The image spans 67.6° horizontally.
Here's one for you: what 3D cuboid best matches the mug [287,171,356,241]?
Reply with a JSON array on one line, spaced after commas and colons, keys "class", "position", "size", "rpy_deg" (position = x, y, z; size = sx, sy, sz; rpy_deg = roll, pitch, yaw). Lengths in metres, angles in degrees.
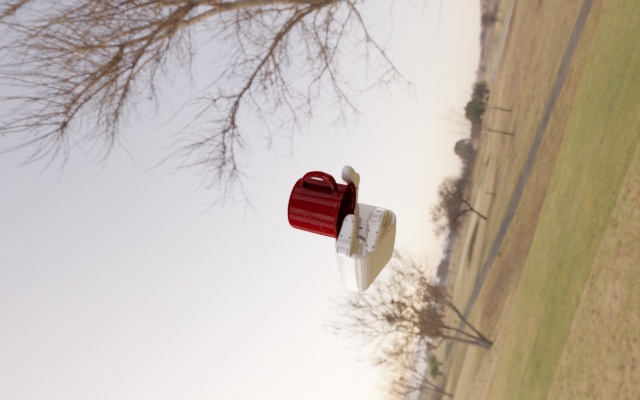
[{"class": "mug", "position": [0.000, 0.001, 0.711], "size": [0.081, 0.093, 0.117], "rpy_deg": [12, -39, 18]}]
